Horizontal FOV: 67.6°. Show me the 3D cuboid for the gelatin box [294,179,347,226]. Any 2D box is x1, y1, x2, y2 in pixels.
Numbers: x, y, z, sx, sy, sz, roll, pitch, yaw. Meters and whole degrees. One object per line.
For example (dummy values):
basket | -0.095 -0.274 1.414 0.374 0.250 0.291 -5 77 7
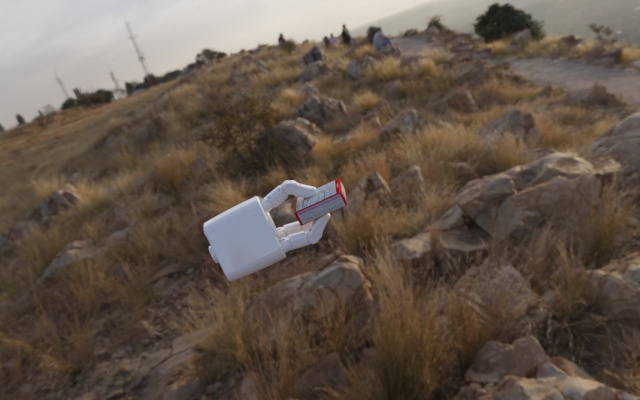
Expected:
gelatin box | 0.000 0.002 0.830 0.089 0.030 0.073 -25 19 9
